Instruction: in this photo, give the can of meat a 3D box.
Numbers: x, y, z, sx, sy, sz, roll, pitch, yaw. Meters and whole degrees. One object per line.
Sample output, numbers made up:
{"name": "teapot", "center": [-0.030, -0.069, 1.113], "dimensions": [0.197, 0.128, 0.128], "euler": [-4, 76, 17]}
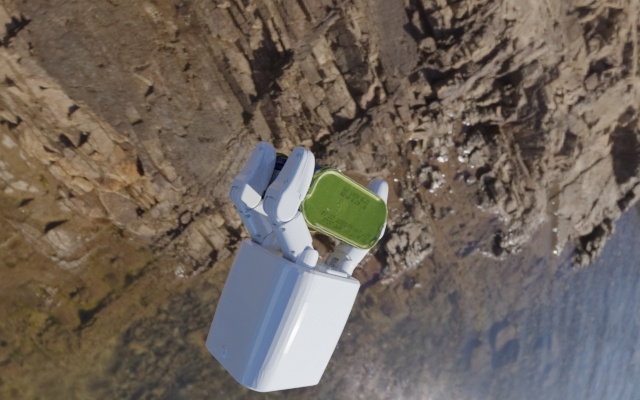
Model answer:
{"name": "can of meat", "center": [0.000, 0.001, 0.439], "dimensions": [0.102, 0.057, 0.084], "euler": [28, -6, -38]}
